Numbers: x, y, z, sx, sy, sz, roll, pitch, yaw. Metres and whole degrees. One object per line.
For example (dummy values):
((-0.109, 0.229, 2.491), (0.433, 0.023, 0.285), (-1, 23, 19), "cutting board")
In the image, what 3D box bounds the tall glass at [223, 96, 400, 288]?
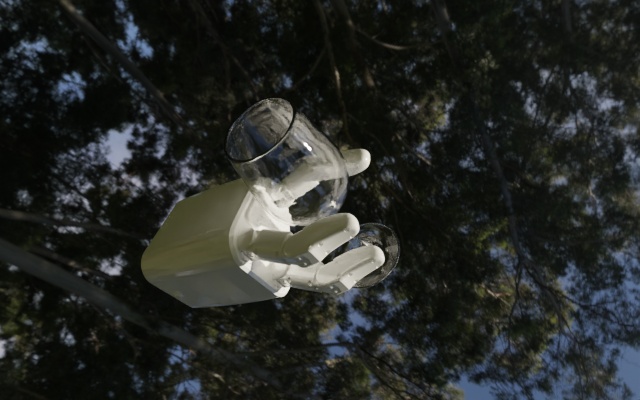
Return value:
((0.001, 0.002, 0.415), (0.079, 0.079, 0.201), (0, -33, 32), "tall glass")
